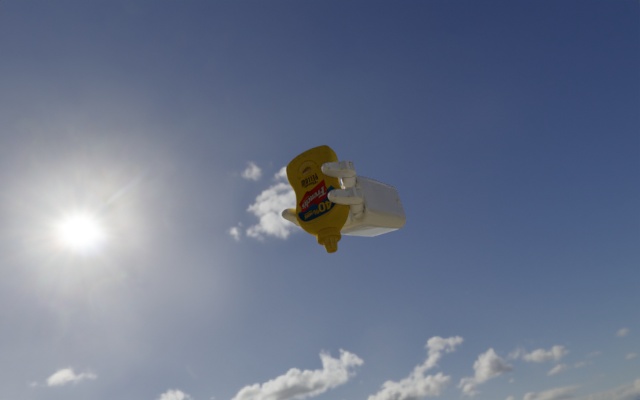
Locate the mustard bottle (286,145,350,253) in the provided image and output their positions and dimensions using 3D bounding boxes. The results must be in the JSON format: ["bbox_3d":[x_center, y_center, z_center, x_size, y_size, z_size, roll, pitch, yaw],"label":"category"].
[{"bbox_3d":[0.000,0.002,0.825,0.096,0.191,0.058,-26,-32,19],"label":"mustard bottle"}]
